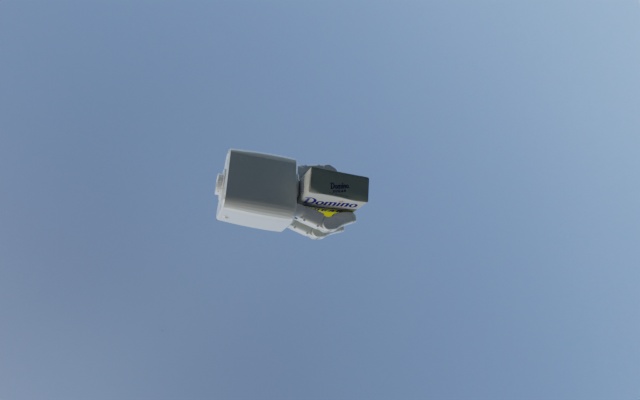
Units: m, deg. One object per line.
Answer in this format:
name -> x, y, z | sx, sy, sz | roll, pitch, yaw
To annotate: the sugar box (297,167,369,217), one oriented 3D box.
sugar box -> 0.000, 0.003, 0.758 | 0.093, 0.048, 0.176 | 10, -17, -16
